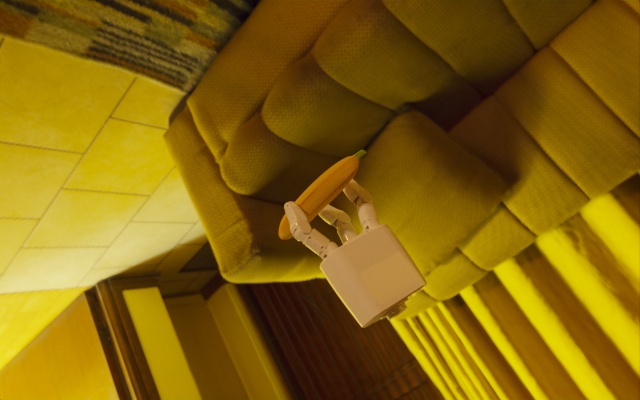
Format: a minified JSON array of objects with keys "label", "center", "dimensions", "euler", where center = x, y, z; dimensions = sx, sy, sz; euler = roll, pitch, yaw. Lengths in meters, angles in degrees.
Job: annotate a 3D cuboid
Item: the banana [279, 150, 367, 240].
[{"label":"banana","center":[-0.006,0.001,0.716],"dimensions":[0.198,0.037,0.069],"euler":[-44,-16,20]}]
